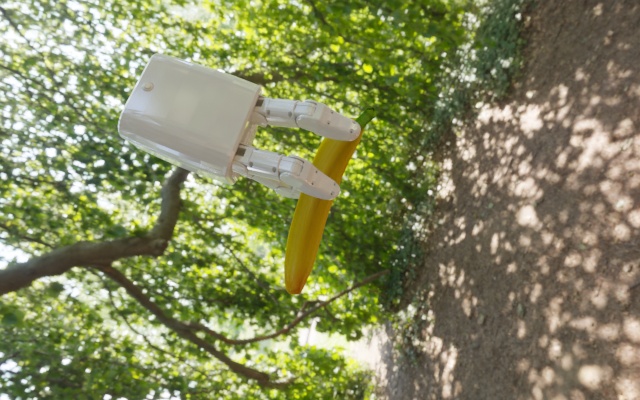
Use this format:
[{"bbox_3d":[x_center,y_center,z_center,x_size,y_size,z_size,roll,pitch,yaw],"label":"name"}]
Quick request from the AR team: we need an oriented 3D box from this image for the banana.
[{"bbox_3d":[-0.001,-0.004,0.490,0.037,0.198,0.069,21,3,-9],"label":"banana"}]
